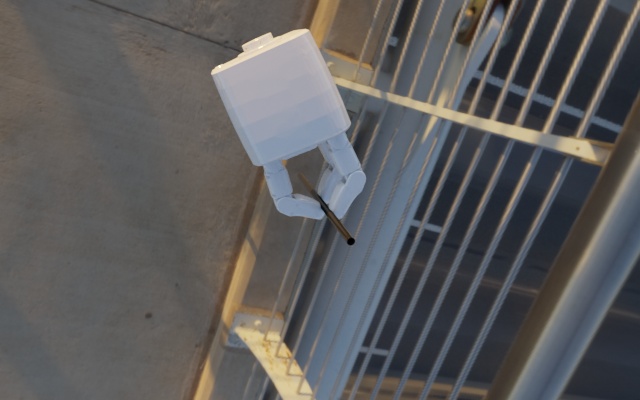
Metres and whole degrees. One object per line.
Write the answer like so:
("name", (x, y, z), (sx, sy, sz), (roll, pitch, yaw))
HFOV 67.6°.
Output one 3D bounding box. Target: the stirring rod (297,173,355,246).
("stirring rod", (0.000, 0.002, 0.557), (0.011, 0.011, 0.239), (0, 18, -14))
